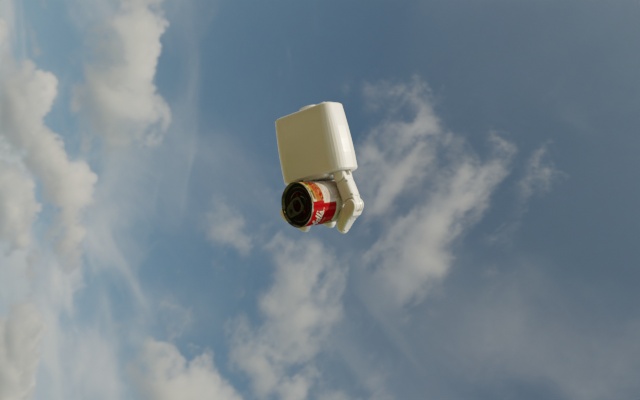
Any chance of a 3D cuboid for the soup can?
[{"bbox_3d":[0.001,0.003,0.733,0.068,0.068,0.102,0,5,45],"label":"soup can"}]
